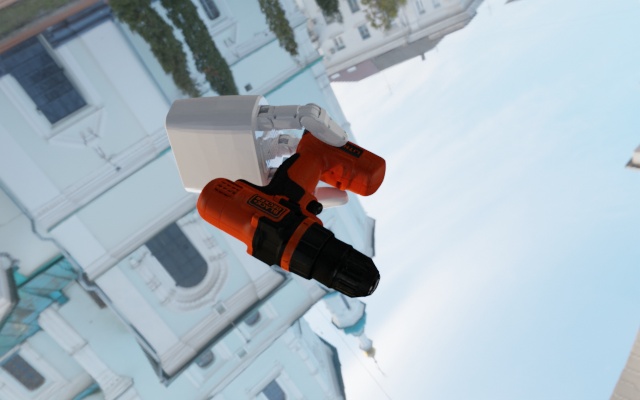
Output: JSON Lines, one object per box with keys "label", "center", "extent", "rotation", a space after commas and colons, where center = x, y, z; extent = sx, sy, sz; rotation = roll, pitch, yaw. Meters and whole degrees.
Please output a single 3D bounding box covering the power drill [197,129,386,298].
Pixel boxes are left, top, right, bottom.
{"label": "power drill", "center": [0.000, 0.001, 0.484], "extent": [0.184, 0.057, 0.187], "rotation": [28, 37, 13]}
